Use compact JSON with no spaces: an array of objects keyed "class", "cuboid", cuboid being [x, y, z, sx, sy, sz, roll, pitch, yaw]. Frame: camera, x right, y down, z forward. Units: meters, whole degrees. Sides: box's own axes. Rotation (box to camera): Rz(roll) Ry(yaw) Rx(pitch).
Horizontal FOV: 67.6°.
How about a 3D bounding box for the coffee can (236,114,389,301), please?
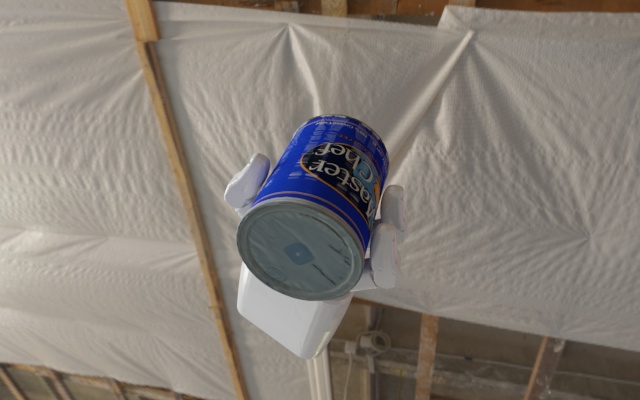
[{"class":"coffee can","cuboid":[0.000,0.001,0.420,0.103,0.103,0.140,0,36,18]}]
